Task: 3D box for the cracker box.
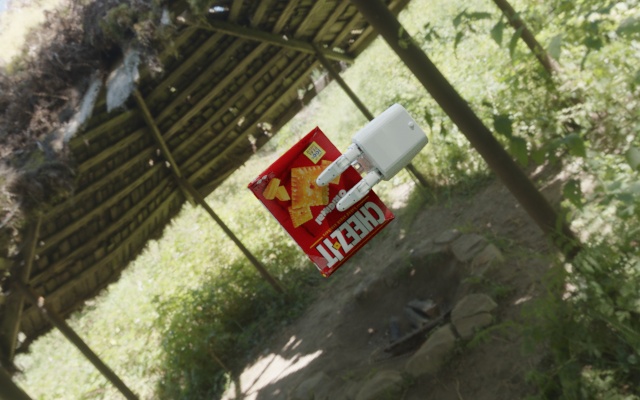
[{"bbox_3d":[0.000,0.003,0.848,0.164,0.214,0.072,-41,3,-6],"label":"cracker box"}]
